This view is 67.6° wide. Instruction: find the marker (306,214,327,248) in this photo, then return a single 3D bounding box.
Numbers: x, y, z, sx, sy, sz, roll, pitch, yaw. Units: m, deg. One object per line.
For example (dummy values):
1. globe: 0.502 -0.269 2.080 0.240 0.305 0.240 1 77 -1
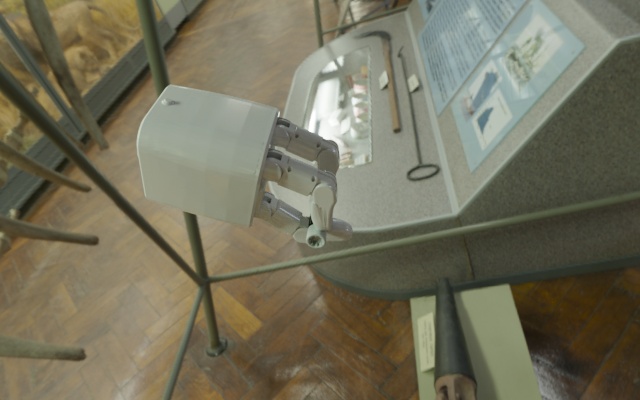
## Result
1. marker: 0.000 0.002 0.494 0.020 0.020 0.121 0 38 5
